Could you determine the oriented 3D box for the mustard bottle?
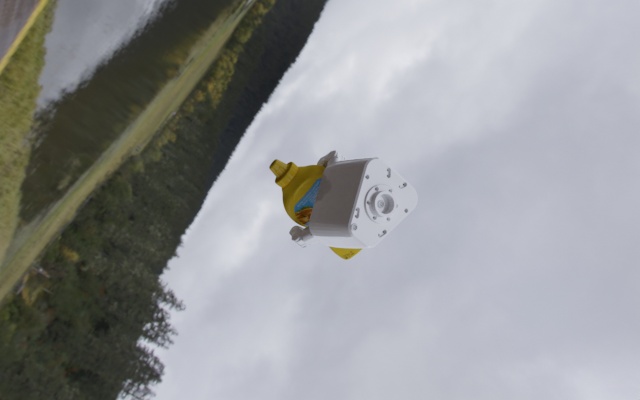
[{"bbox_3d":[0.000,0.002,0.730,0.192,0.096,0.058,39,7,-21],"label":"mustard bottle"}]
